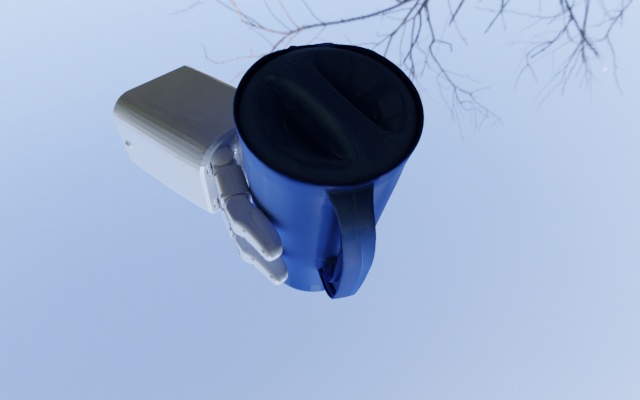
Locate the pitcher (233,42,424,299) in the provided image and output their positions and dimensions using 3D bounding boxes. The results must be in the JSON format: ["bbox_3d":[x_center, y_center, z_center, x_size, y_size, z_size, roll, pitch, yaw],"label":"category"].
[{"bbox_3d":[0.000,0.001,0.423,0.145,0.149,0.243,29,-29,13],"label":"pitcher"}]
